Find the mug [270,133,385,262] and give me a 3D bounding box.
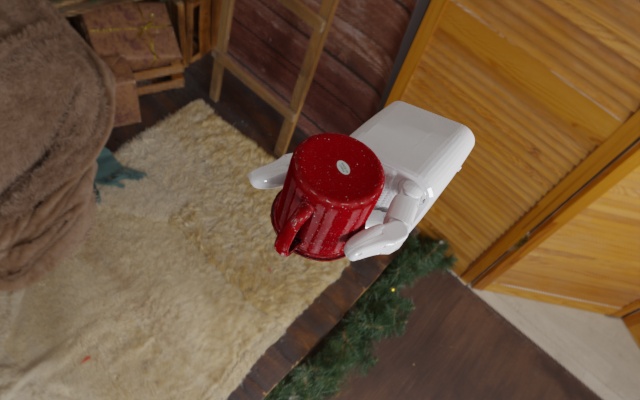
[{"bbox_3d":[-0.001,0.002,0.416,0.117,0.093,0.081,-43,-15,-35],"label":"mug"}]
